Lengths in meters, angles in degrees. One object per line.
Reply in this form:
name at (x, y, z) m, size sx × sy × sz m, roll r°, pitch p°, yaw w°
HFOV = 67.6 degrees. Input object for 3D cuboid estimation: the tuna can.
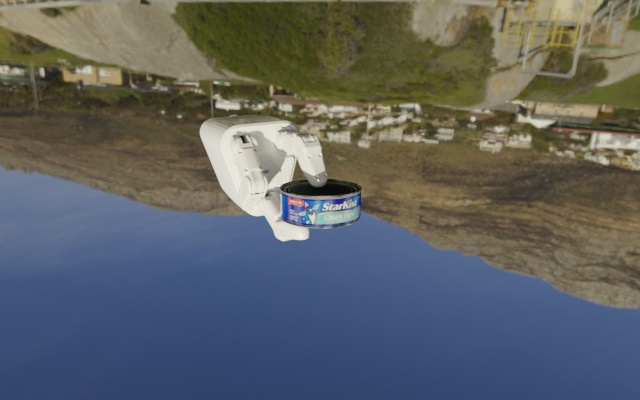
tuna can at (0.000, 0.002, 0.500) m, size 0.086 × 0.034 × 0.086 m, roll 0°, pitch 14°, yaw 0°
